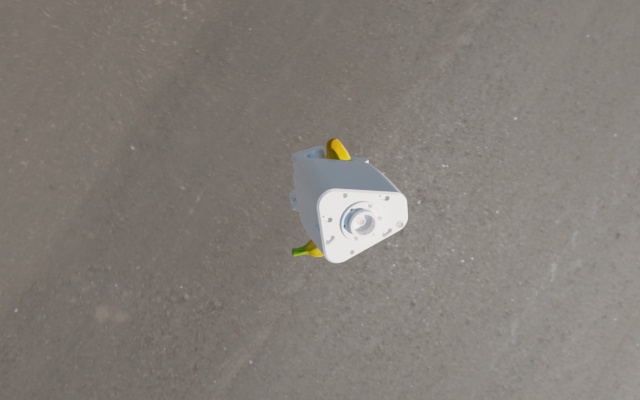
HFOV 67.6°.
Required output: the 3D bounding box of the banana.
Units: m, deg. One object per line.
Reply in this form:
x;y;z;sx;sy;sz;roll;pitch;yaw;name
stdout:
0.017;0.009;0.692;0.069;0.198;0.037;13;23;-14;banana
